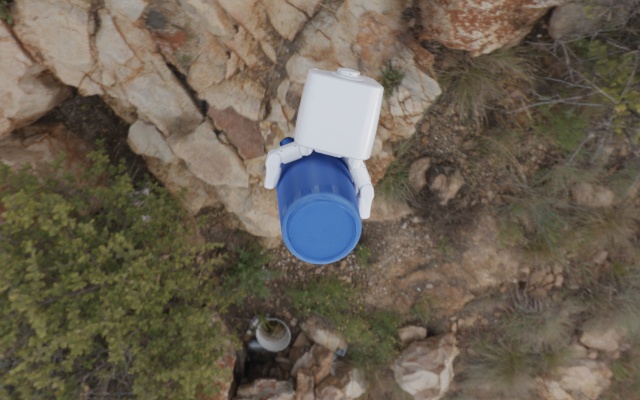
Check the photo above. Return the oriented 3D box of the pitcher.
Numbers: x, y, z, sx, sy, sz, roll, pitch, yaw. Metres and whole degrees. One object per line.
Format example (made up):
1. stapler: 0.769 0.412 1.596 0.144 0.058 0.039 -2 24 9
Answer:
1. pitcher: 0.000 0.002 0.739 0.149 0.145 0.242 8 22 -8
